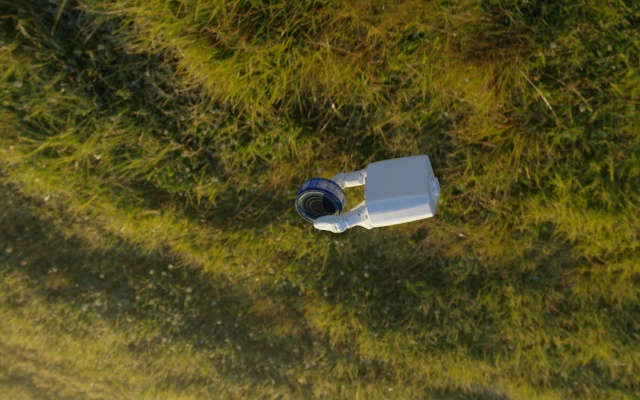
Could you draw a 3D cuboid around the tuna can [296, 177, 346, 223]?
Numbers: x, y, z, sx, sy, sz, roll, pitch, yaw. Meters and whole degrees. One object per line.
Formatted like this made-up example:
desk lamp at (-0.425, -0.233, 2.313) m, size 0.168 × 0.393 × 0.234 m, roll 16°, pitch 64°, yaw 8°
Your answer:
tuna can at (0.000, 0.003, 0.839) m, size 0.086 × 0.086 × 0.033 m, roll 0°, pitch 41°, yaw 18°
